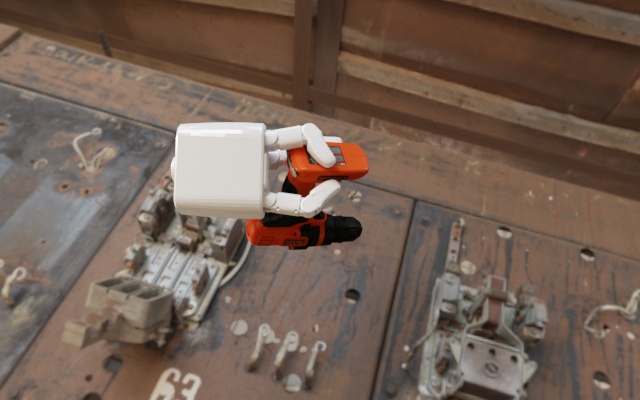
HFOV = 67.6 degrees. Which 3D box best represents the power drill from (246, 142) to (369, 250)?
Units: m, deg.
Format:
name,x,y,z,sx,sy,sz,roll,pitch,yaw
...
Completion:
name,x,y,z,sx,sy,sz,roll,pitch,yaw
power drill,0.000,0.002,0.677,0.184,0.057,0.188,-1,-41,-24
